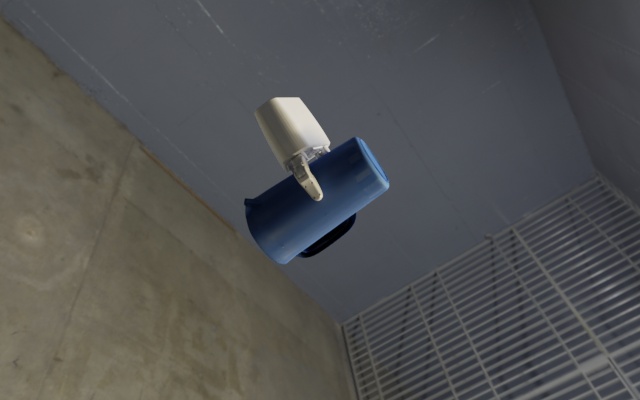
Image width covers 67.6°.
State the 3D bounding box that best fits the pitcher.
[{"bbox_3d":[0.000,0.003,0.848,0.243,0.145,0.149,-33,-8,13],"label":"pitcher"}]
